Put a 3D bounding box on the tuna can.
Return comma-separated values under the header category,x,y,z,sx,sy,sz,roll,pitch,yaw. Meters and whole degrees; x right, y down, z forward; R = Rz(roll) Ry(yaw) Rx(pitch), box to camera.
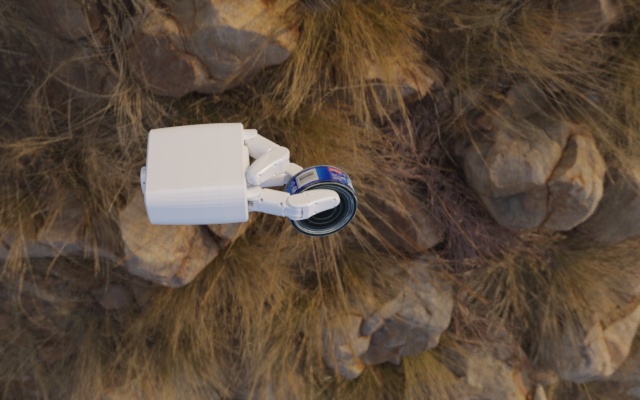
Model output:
category,x,y,z,sx,sy,sz,roll,pitch,yaw
tuna can,0.000,0.002,0.566,0.086,0.086,0.033,0,38,-15
